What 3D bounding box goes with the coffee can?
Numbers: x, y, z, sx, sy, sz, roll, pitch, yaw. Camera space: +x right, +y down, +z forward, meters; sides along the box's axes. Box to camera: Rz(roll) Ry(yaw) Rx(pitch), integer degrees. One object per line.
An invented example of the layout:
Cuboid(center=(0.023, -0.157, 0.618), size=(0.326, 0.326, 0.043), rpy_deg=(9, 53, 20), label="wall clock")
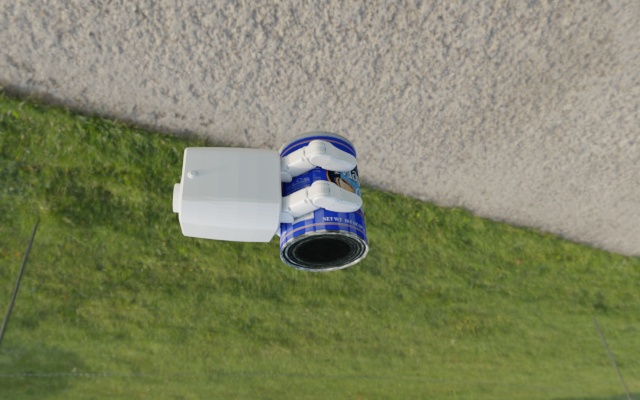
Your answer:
Cuboid(center=(0.000, 0.002, 0.584), size=(0.103, 0.140, 0.103), rpy_deg=(-3, -32, -2), label="coffee can")
